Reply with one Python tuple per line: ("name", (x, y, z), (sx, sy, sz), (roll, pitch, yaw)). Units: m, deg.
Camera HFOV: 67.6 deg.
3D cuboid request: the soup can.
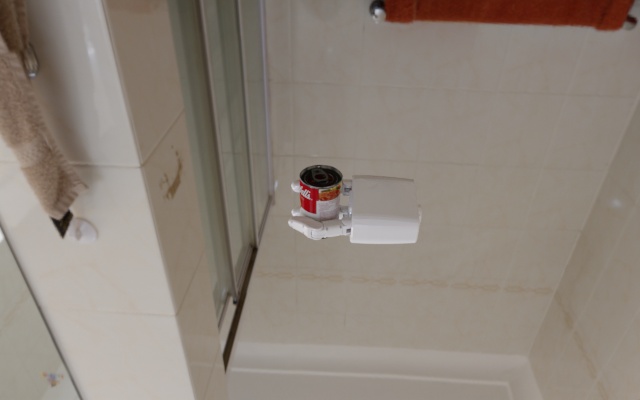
("soup can", (0.000, 0.003, 0.774), (0.068, 0.102, 0.068), (1, 35, -1))
